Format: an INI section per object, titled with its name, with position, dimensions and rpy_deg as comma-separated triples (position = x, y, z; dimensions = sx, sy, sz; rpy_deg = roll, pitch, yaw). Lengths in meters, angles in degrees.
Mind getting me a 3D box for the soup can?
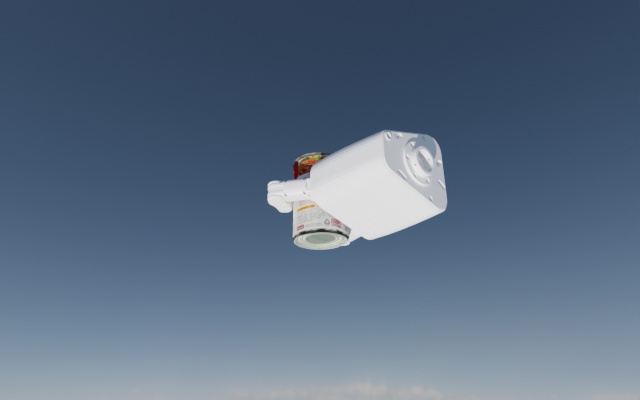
[soup can]
position = 0.000, 0.002, 0.583
dimensions = 0.068, 0.102, 0.068
rpy_deg = -1, -23, 0
